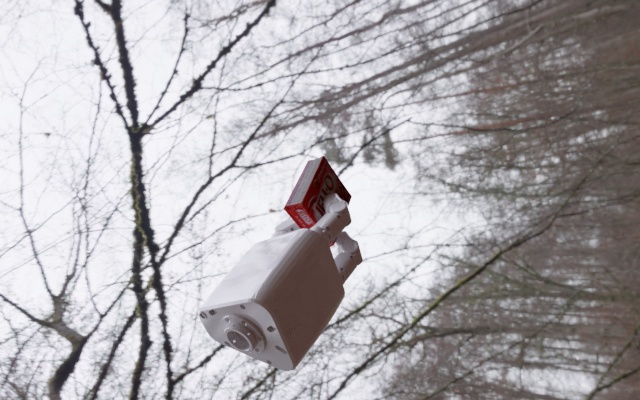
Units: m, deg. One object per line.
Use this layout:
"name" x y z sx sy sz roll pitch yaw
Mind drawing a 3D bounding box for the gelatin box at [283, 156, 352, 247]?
"gelatin box" 0.000 0.002 0.584 0.030 0.089 0.073 -13 -52 35
